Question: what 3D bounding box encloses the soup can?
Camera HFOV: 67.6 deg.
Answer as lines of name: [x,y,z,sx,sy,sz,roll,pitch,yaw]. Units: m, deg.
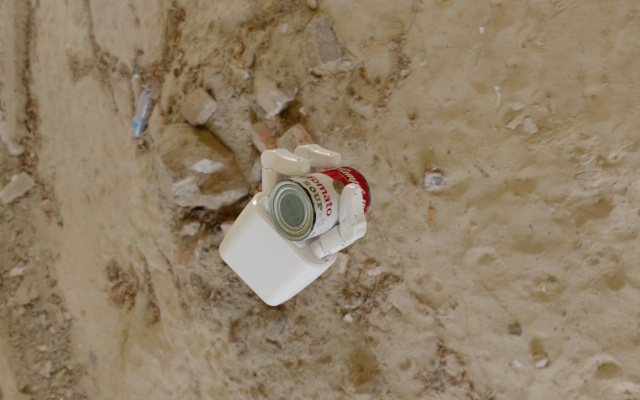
soup can: [0.000,0.002,0.531,0.068,0.068,0.102,0,10,41]
